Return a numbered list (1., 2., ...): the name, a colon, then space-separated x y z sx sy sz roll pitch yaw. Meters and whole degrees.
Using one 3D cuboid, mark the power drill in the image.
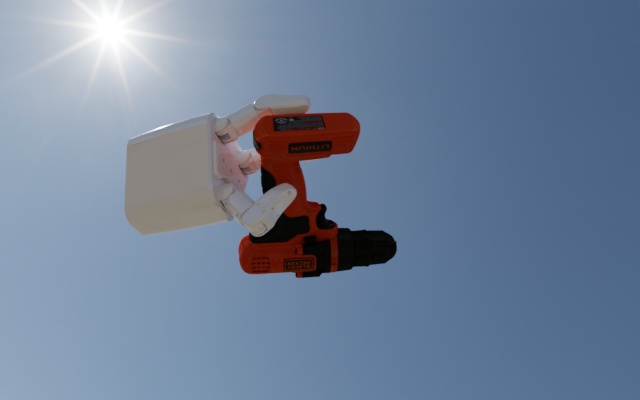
1. power drill: 0.000 0.001 0.518 0.184 0.188 0.057 -4 31 -8
